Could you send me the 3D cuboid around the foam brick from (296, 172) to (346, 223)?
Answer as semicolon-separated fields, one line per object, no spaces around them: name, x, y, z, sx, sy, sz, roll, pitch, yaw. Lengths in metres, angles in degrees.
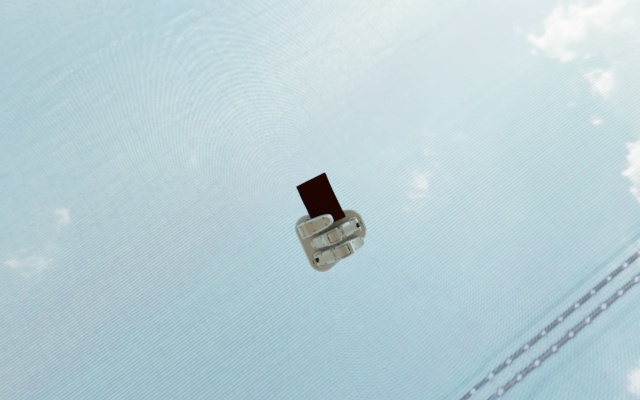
foam brick;0.000;0.002;0.757;0.053;0.078;0.051;-24;-2;-1
